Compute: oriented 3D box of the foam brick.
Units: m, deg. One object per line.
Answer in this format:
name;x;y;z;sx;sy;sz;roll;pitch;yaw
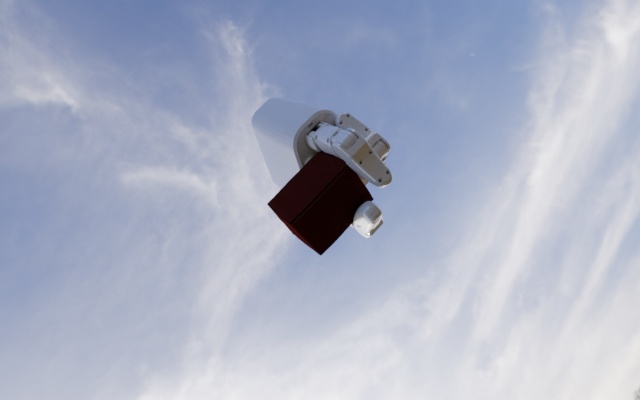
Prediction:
foam brick;0.000;0.002;0.452;0.051;0.078;0.053;31;-17;50
